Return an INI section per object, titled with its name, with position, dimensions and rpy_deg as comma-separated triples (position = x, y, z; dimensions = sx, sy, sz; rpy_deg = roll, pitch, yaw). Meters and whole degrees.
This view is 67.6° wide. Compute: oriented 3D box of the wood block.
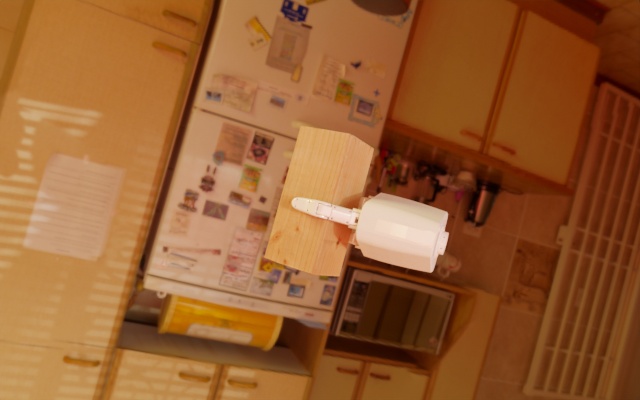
[wood block]
position = 0.000, 0.003, 0.726
dimensions = 0.090, 0.206, 0.091
rpy_deg = 14, -2, 30
